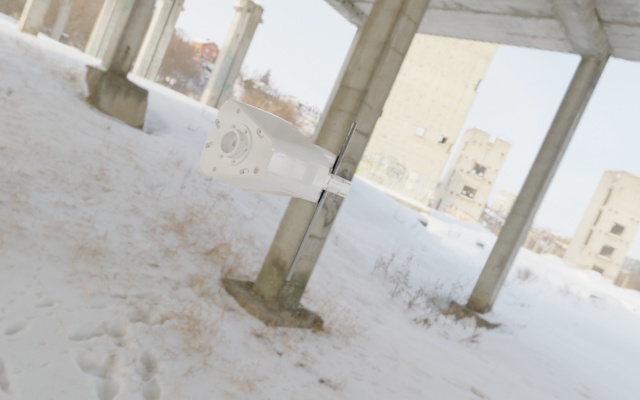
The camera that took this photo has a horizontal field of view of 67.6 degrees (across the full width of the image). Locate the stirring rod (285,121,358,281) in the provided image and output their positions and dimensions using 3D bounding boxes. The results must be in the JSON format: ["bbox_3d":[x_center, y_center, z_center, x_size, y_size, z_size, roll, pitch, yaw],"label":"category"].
[{"bbox_3d":[0.000,0.002,0.669,0.011,0.239,0.011,23,5,-2],"label":"stirring rod"}]
